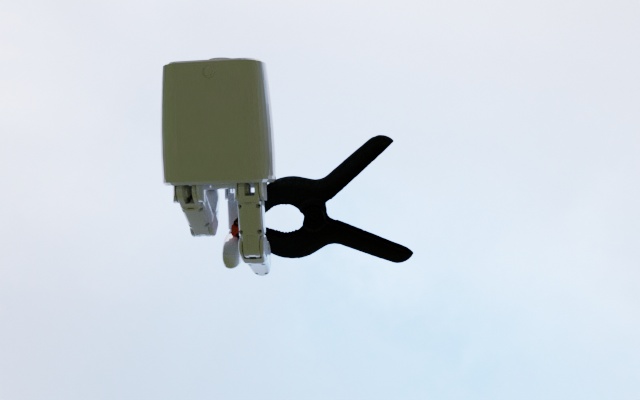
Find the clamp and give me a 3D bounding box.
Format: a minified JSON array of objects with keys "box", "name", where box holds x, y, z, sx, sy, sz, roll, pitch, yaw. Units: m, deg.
[{"box":[0.000,0.002,0.452,0.171,0.120,0.039,-2,2,3],"name":"clamp"}]
